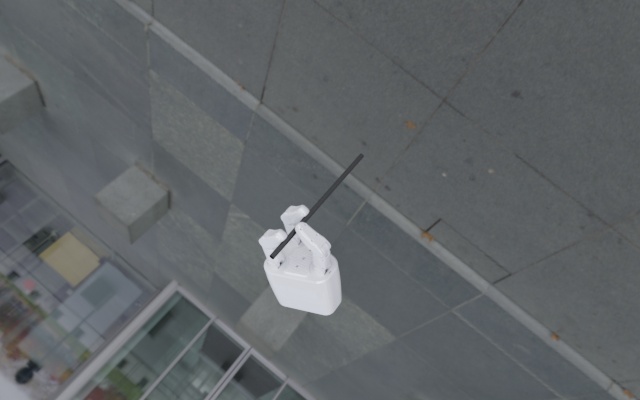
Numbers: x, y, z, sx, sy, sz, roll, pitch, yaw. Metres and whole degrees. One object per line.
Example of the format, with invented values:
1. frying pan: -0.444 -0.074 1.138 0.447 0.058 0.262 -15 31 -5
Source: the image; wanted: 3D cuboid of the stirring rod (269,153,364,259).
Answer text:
1. stirring rod: 0.000 0.002 0.729 0.011 0.011 0.239 0 40 48
